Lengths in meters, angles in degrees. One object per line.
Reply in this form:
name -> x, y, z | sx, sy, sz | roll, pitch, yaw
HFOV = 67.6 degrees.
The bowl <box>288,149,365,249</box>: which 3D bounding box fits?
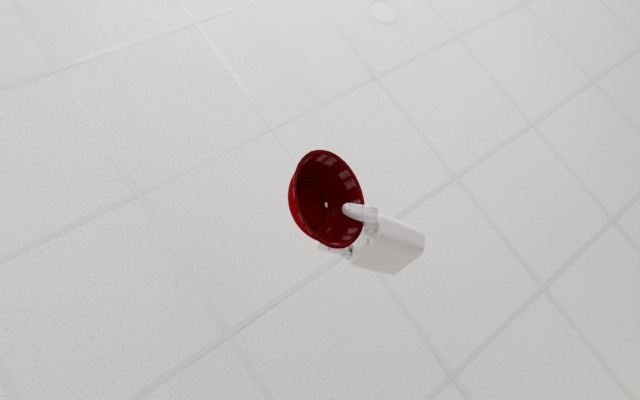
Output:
bowl -> -0.001, 0.002, 0.769 | 0.055, 0.162, 0.162 | -18, -13, 42
